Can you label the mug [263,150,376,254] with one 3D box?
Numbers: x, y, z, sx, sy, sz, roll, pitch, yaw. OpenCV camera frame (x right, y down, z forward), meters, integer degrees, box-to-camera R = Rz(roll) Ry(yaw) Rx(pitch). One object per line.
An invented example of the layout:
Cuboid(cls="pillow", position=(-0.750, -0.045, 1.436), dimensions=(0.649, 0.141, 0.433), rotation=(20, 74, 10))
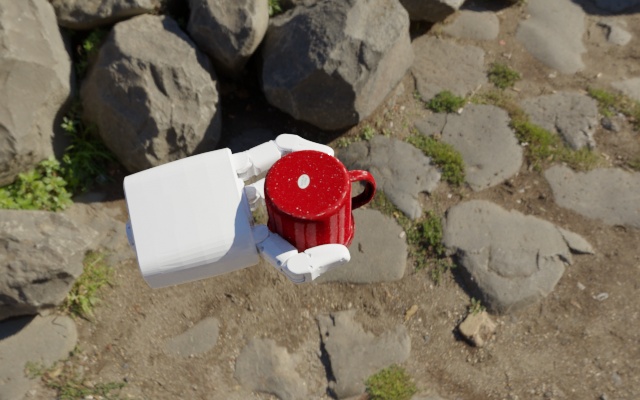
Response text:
Cuboid(cls="mug", position=(0.001, 0.001, 0.468), dimensions=(0.117, 0.093, 0.082), rotation=(-17, -32, -9))
